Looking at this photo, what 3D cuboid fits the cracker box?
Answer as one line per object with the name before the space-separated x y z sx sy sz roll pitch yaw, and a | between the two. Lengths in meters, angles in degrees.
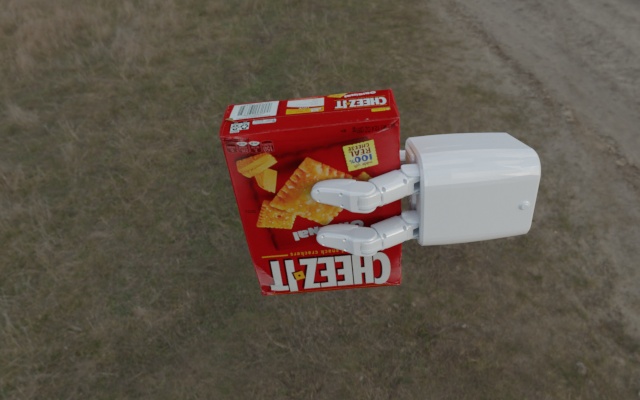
cracker box | 0.000 0.001 0.500 0.164 0.214 0.072 -5 36 4
